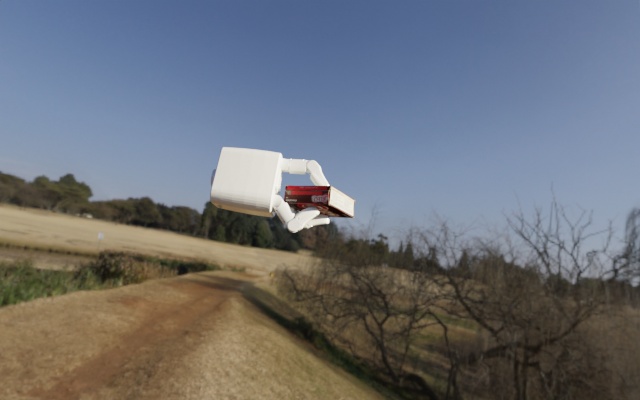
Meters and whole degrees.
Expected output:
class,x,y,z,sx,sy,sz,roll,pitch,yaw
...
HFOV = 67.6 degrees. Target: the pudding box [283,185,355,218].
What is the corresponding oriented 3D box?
class,x,y,z,sx,sy,sz,roll,pitch,yaw
pudding box,0.000,0.003,0.846,0.090,0.039,0.113,2,-10,27
